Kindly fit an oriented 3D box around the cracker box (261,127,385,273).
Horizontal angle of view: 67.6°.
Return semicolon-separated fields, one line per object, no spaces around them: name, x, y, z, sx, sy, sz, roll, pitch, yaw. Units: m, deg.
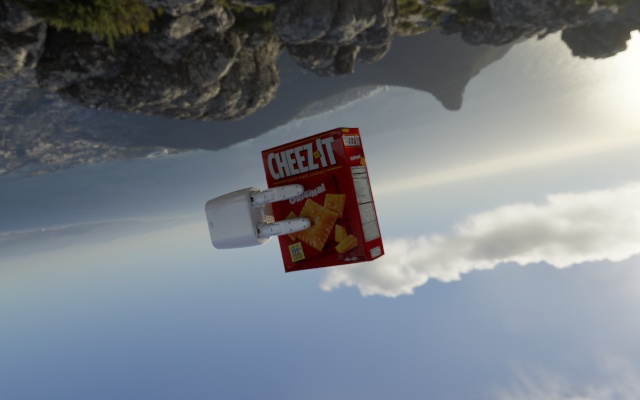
cracker box;0.000;0.003;0.788;0.164;0.213;0.072;-12;-1;32
